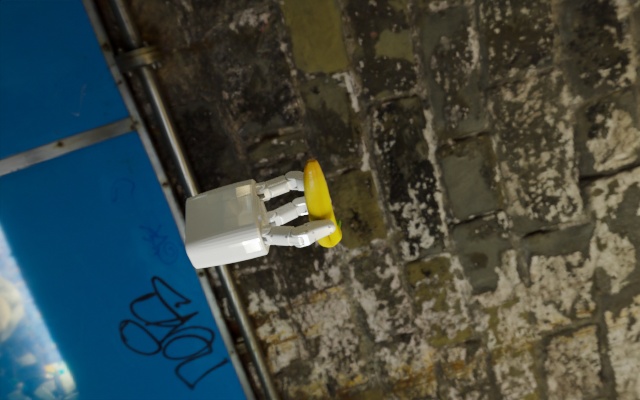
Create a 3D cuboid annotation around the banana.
[{"bbox_3d":[0.003,0.020,0.692,0.037,0.069,0.198,-11,-30,5],"label":"banana"}]
